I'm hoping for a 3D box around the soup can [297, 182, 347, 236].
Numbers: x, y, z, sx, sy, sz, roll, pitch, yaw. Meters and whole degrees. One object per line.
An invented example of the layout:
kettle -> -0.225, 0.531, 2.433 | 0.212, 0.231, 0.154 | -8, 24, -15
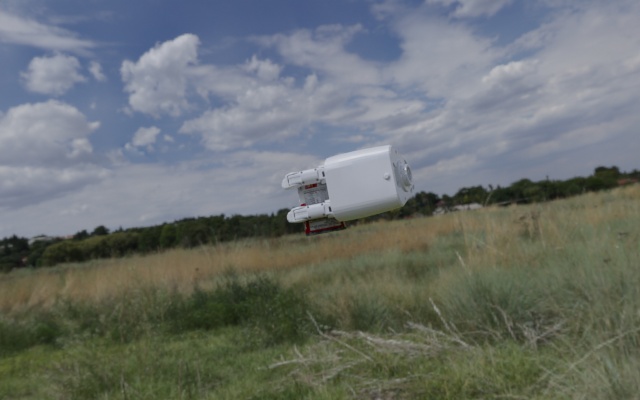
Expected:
soup can -> 0.000, 0.002, 0.778 | 0.068, 0.102, 0.068 | -10, -4, -1
